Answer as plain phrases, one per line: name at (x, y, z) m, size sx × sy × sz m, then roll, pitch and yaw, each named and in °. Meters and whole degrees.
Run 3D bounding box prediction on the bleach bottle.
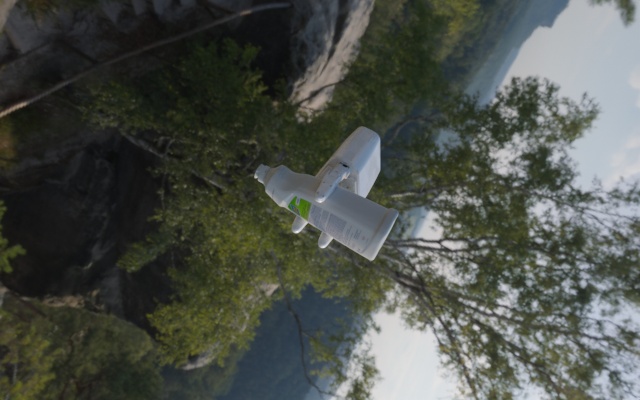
bleach bottle at (0.000, 0.003, 0.814) m, size 0.251 × 0.068 × 0.103 m, roll 29°, pitch -38°, yaw 10°
